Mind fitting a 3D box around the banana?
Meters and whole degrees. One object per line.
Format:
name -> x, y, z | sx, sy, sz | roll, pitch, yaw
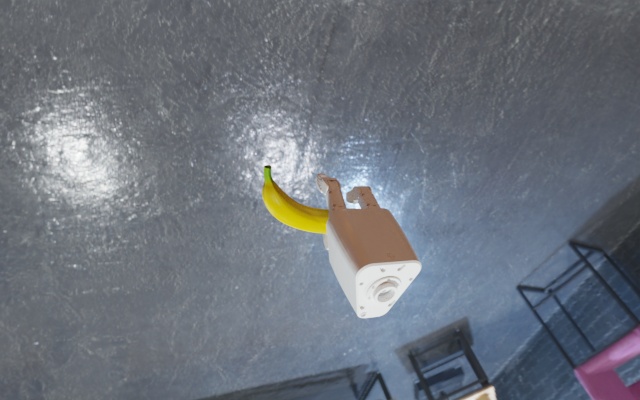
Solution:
banana -> -0.013, 0.016, 0.716 | 0.198, 0.070, 0.037 | 23, 21, -31
